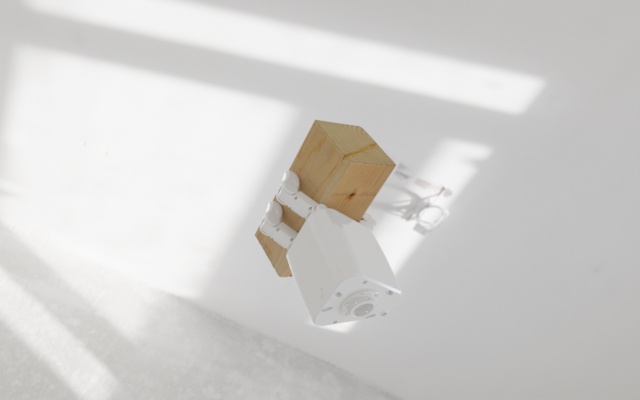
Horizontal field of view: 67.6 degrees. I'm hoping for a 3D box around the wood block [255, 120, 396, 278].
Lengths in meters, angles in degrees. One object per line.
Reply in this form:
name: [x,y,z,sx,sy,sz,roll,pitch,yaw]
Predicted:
wood block: [0.001,0.002,0.664,0.091,0.206,0.090,0,42,-42]
